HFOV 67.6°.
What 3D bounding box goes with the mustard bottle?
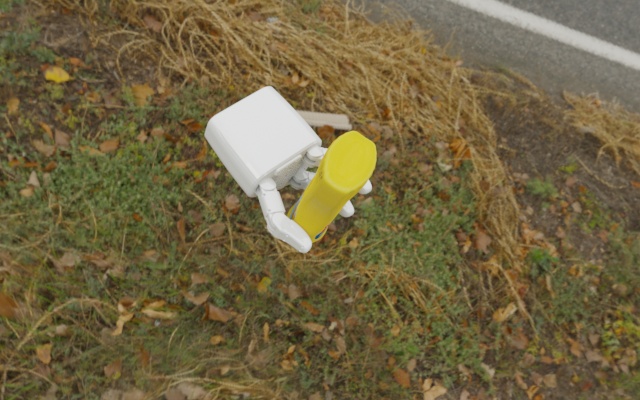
[{"bbox_3d":[0.000,0.002,0.606,0.058,0.096,0.192,32,-39,-3],"label":"mustard bottle"}]
